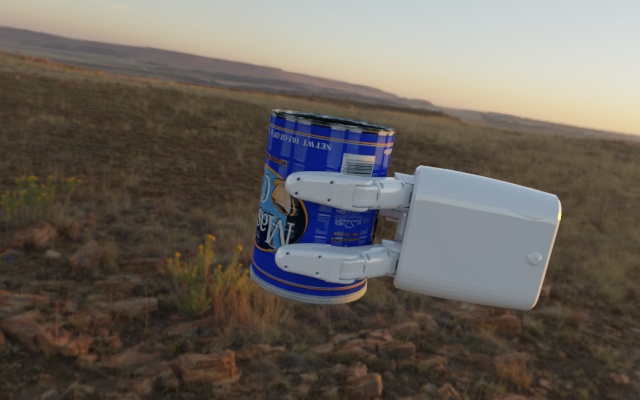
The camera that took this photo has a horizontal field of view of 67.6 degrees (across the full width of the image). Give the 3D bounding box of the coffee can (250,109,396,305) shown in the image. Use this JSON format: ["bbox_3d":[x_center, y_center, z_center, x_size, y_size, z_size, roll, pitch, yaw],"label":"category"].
[{"bbox_3d":[0.000,0.001,0.403,0.103,0.140,0.102,9,13,-2],"label":"coffee can"}]
